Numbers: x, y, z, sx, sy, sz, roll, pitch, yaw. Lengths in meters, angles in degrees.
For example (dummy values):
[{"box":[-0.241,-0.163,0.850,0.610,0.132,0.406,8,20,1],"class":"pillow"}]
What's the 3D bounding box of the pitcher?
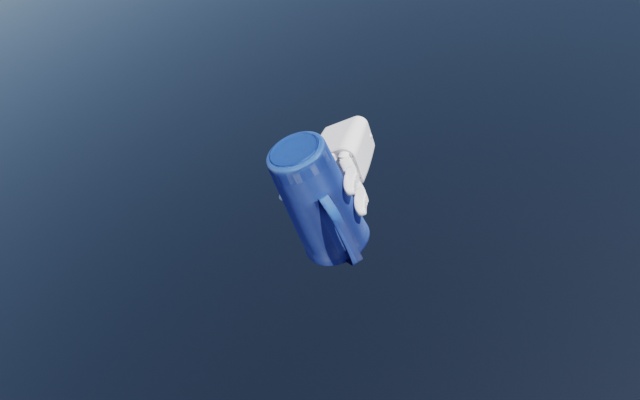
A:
[{"box":[0.000,0.003,0.866,0.149,0.145,0.243,0,-44,28],"class":"pitcher"}]
